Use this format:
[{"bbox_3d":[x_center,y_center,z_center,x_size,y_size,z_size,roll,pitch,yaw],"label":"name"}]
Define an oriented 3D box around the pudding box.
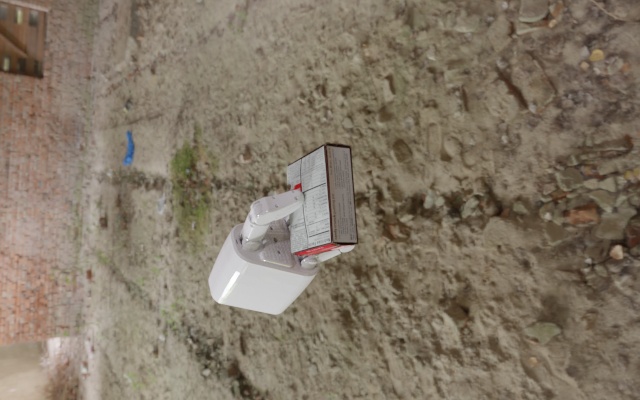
[{"bbox_3d":[0.000,0.002,0.538,0.039,0.113,0.090,2,-13,-33],"label":"pudding box"}]
